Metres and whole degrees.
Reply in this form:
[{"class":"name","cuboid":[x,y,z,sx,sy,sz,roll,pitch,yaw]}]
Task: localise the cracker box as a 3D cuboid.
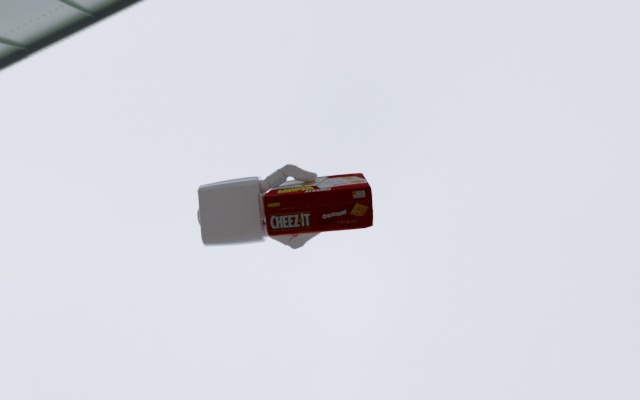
[{"class":"cracker box","cuboid":[0.000,0.002,0.813,0.164,0.072,0.213,-6,8,3]}]
